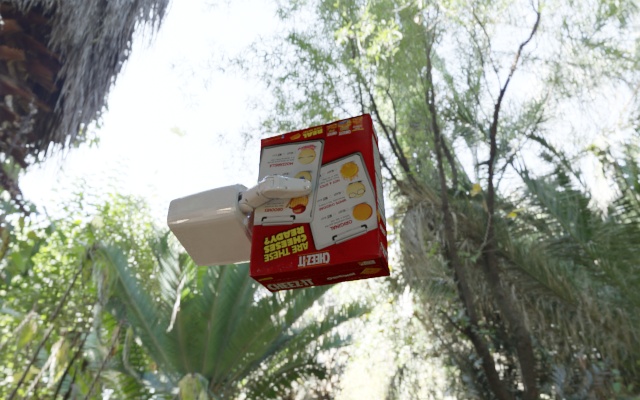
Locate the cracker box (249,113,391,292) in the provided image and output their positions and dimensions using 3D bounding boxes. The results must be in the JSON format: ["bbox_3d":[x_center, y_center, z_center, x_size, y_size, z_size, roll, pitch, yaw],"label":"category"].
[{"bbox_3d":[0.000,0.002,0.628,0.164,0.213,0.072,-11,-33,16],"label":"cracker box"}]
